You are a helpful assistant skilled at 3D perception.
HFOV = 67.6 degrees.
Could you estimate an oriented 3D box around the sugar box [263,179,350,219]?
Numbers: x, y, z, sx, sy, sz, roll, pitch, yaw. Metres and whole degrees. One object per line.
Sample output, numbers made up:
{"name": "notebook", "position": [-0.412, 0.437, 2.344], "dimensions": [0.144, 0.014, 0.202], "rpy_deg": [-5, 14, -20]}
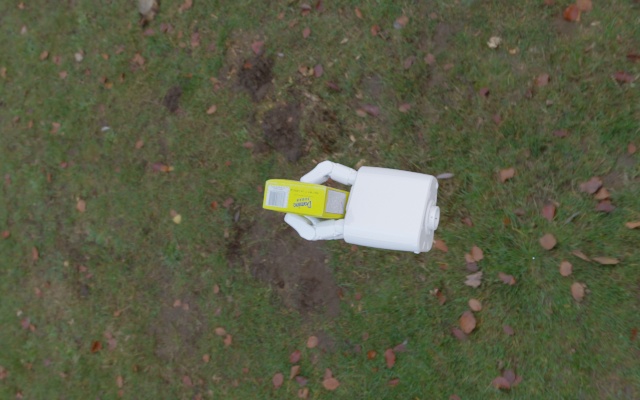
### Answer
{"name": "sugar box", "position": [0.000, 0.003, 0.704], "dimensions": [0.093, 0.048, 0.176], "rpy_deg": [8, -3, 25]}
